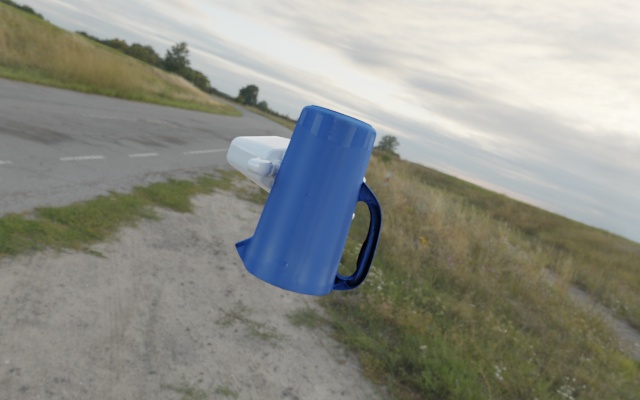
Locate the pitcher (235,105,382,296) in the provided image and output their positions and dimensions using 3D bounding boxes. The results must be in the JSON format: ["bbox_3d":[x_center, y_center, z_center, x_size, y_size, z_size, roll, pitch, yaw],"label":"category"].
[{"bbox_3d":[0.000,0.002,0.663,0.149,0.243,0.145,13,9,-43],"label":"pitcher"}]
